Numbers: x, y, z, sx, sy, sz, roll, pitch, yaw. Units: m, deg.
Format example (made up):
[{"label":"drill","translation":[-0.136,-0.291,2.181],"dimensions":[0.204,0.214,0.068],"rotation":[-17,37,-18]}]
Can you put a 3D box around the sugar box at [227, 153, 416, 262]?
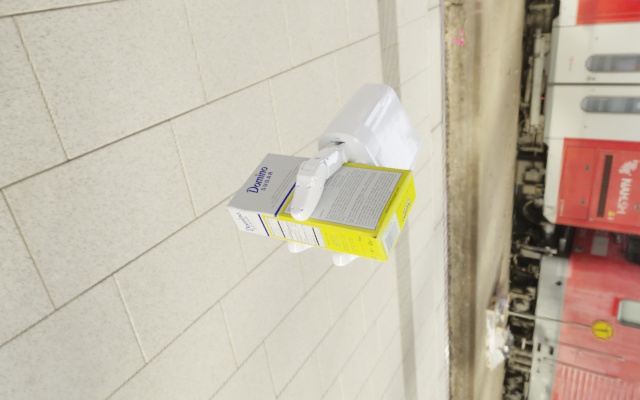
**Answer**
[{"label":"sugar box","translation":[0.000,0.002,0.500],"dimensions":[0.176,0.048,0.093],"rotation":[8,48,30]}]
